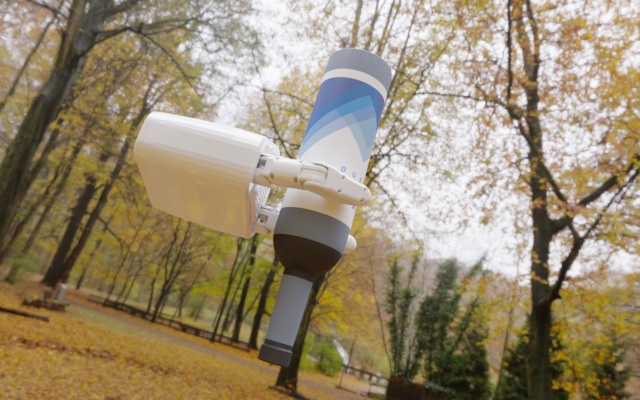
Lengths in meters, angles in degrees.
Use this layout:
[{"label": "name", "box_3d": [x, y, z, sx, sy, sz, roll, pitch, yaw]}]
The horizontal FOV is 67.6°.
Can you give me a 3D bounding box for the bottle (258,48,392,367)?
[{"label": "bottle", "box_3d": [0.000, 0.001, 0.442, 0.069, 0.295, 0.069, 15, -17, 5]}]
